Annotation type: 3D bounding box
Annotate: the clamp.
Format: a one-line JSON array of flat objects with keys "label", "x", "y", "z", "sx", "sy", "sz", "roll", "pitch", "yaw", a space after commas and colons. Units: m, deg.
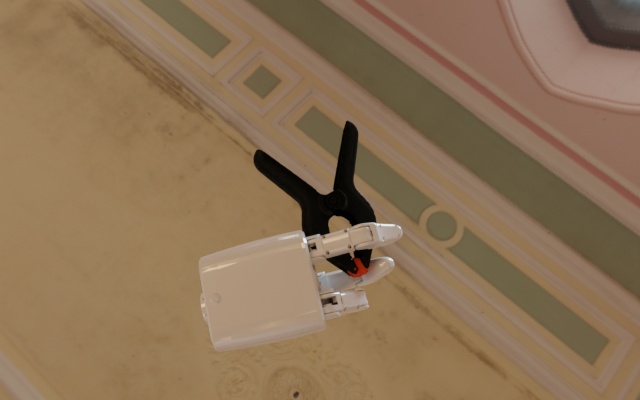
[{"label": "clamp", "x": 0.000, "y": 0.002, "z": 0.508, "sx": 0.120, "sy": 0.171, "sz": 0.039, "roll": -13, "pitch": -16, "yaw": -5}]
